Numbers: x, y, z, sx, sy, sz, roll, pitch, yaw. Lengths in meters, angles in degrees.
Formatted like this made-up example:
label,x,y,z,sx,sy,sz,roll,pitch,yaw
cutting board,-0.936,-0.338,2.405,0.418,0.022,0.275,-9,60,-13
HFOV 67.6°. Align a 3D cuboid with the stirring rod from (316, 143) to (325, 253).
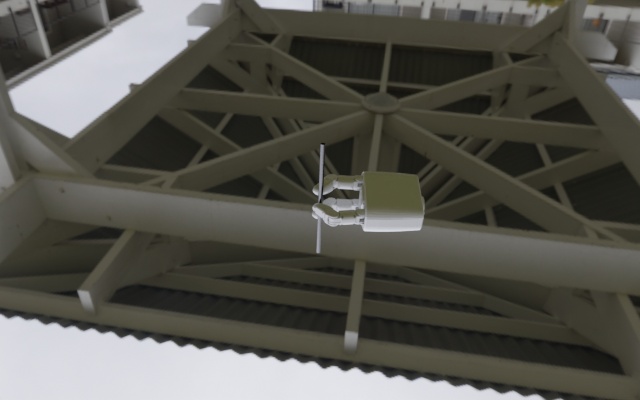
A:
label,x,y,z,sx,sy,sz,roll,pitch,yaw
stirring rod,0.000,0.003,0.879,0.011,0.240,0.011,2,35,-1
